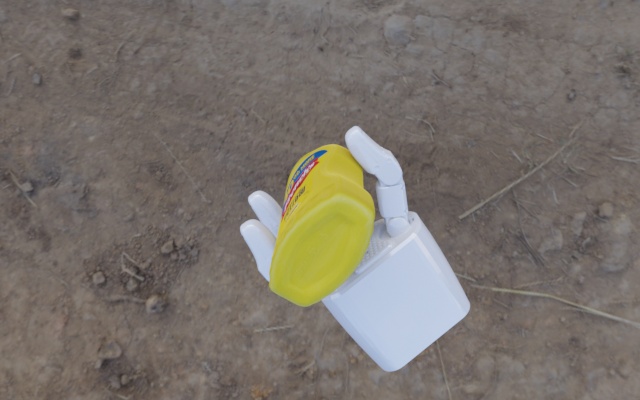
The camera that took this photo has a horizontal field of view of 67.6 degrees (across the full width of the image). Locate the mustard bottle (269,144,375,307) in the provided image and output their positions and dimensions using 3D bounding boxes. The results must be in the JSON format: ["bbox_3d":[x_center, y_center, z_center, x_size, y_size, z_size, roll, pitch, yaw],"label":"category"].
[{"bbox_3d":[0.000,0.001,0.417,0.058,0.096,0.191,29,20,-11],"label":"mustard bottle"}]
